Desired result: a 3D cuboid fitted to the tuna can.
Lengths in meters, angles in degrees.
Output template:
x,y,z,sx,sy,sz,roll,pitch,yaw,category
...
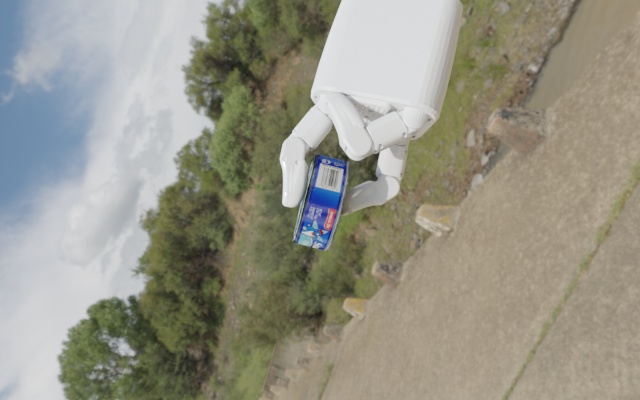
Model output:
x,y,z,sx,sy,sz,roll,pitch,yaw,category
-0.001,0.001,0.441,0.034,0.086,0.086,14,-1,-4,tuna can
